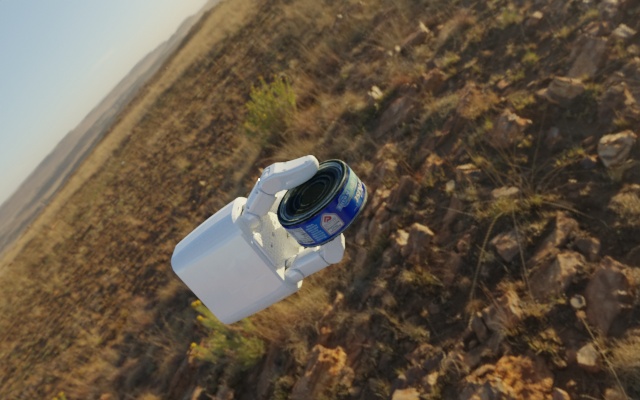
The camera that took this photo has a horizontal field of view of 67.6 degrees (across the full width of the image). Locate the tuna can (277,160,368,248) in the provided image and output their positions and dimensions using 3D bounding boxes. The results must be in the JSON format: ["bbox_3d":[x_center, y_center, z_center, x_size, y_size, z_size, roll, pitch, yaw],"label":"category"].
[{"bbox_3d":[0.000,0.001,0.454,0.086,0.086,0.034,0,-42,53],"label":"tuna can"}]
